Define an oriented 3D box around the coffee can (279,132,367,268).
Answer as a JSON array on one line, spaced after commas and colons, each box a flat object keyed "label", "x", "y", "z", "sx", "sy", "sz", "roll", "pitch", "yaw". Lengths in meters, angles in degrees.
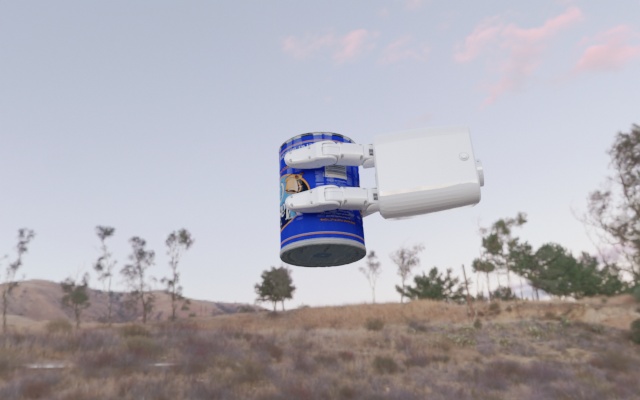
[{"label": "coffee can", "x": 0.000, "y": 0.002, "z": 0.587, "sx": 0.103, "sy": 0.140, "sz": 0.103, "roll": -2, "pitch": -22, "yaw": -1}]
